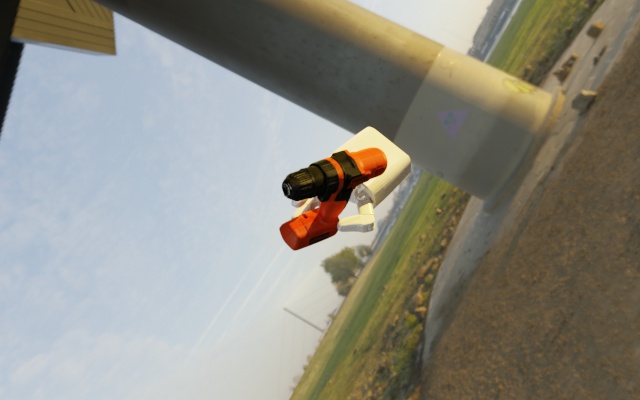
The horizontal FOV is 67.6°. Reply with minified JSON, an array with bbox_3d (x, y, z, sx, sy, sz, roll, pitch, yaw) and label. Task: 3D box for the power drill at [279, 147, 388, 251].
[{"bbox_3d":[0.000,0.003,0.731,0.184,0.057,0.188,-18,-26,-35],"label":"power drill"}]
